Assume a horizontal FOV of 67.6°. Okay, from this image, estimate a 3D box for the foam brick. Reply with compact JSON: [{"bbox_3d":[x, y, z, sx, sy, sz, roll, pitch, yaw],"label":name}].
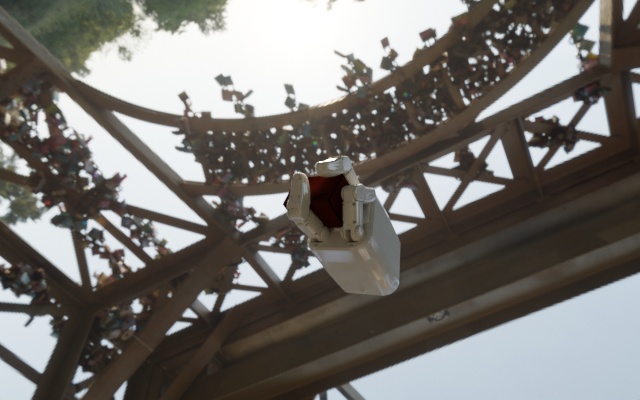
[{"bbox_3d":[0.000,0.002,0.636,0.078,0.053,0.051,-3,-46,37],"label":"foam brick"}]
